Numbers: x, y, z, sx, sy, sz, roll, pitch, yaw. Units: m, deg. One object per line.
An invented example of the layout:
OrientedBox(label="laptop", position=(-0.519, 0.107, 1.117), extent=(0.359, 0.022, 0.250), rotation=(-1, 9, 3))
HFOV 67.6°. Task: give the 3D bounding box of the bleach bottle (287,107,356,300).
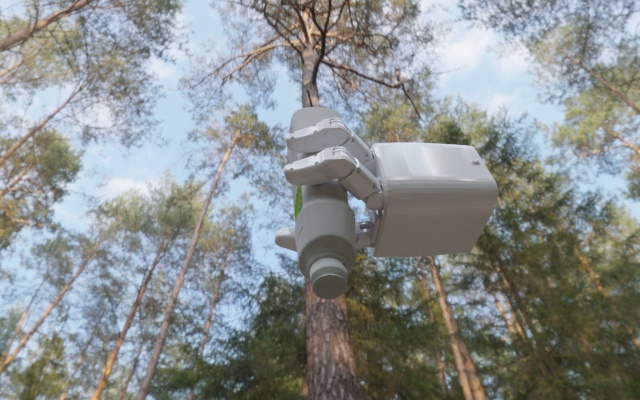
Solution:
OrientedBox(label="bleach bottle", position=(0.000, 0.001, 0.486), extent=(0.068, 0.103, 0.250), rotation=(0, 37, -4))
